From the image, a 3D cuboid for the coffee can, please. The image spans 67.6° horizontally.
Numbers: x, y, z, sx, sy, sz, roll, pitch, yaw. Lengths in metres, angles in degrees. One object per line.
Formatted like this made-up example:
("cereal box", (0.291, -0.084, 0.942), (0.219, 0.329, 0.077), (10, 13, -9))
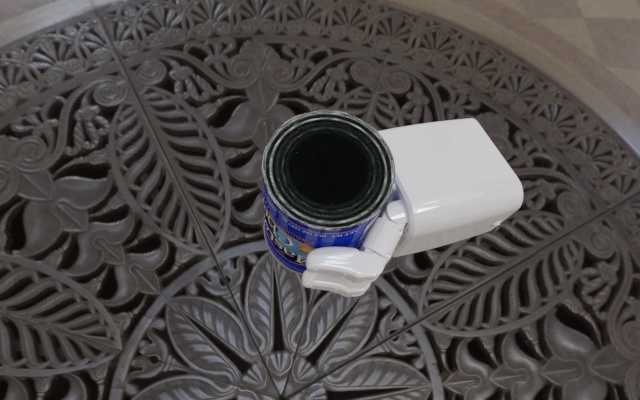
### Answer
("coffee can", (0.000, 0.001, 0.425), (0.103, 0.102, 0.140), (0, -23, -6))
